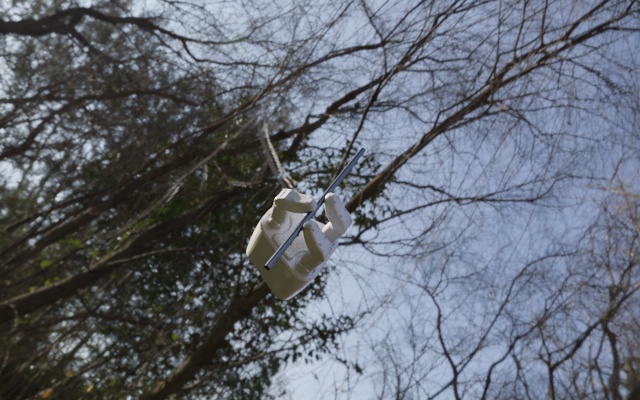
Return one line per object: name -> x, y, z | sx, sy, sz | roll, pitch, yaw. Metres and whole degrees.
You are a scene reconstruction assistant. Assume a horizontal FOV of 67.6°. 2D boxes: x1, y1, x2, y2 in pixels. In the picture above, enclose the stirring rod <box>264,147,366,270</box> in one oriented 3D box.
stirring rod -> 0.000, 0.002, 0.619 | 0.011, 0.011, 0.239 | 0, 39, 41
